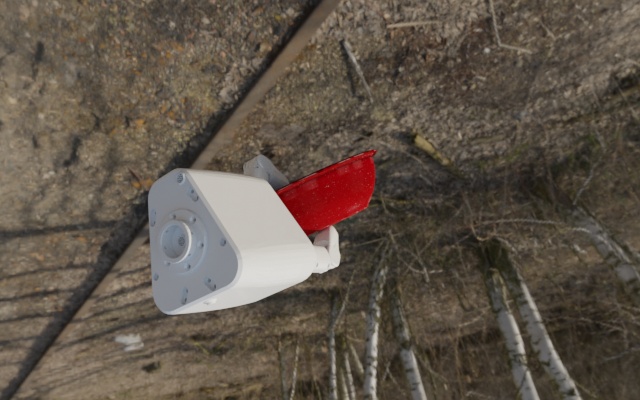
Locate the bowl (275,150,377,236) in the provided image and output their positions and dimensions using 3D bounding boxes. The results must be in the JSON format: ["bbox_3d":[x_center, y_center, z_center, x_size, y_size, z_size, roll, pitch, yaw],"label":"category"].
[{"bbox_3d":[0.001,0.002,0.537,0.162,0.055,0.162,-25,-1,-1],"label":"bowl"}]
